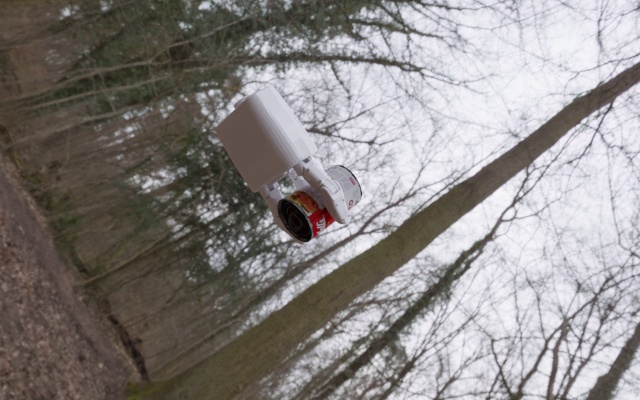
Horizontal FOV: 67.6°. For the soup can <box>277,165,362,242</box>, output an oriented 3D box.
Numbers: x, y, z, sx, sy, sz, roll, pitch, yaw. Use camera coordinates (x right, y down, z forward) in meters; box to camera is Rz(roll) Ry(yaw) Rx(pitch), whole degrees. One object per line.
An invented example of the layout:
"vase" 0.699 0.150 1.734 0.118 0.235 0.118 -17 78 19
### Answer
"soup can" 0.001 0.002 0.660 0.102 0.068 0.068 -36 20 -30
